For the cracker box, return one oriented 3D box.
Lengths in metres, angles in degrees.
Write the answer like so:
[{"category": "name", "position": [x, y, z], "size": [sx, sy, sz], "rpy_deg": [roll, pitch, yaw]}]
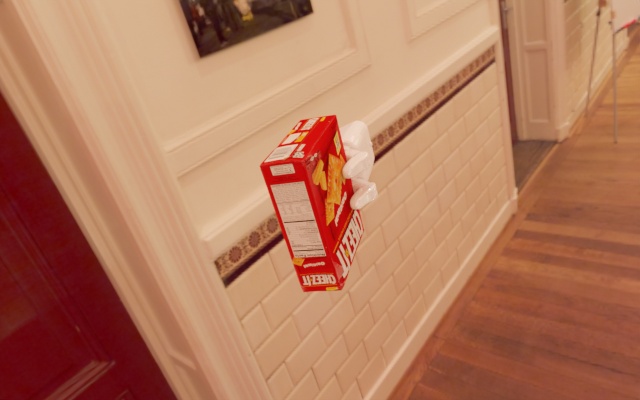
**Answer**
[{"category": "cracker box", "position": [0.000, 0.002, 0.714], "size": [0.072, 0.214, 0.164], "rpy_deg": [-5, 28, 22]}]
